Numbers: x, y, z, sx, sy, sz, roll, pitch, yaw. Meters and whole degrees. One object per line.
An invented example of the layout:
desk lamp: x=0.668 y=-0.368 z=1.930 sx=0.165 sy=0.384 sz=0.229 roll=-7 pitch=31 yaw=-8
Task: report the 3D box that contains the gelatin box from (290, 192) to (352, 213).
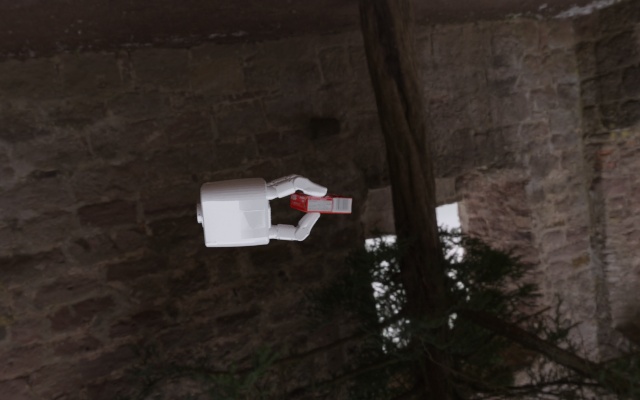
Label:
gelatin box: x=0.000 y=0.003 z=0.841 sx=0.089 sy=0.030 sz=0.073 roll=2 pitch=6 yaw=-24
